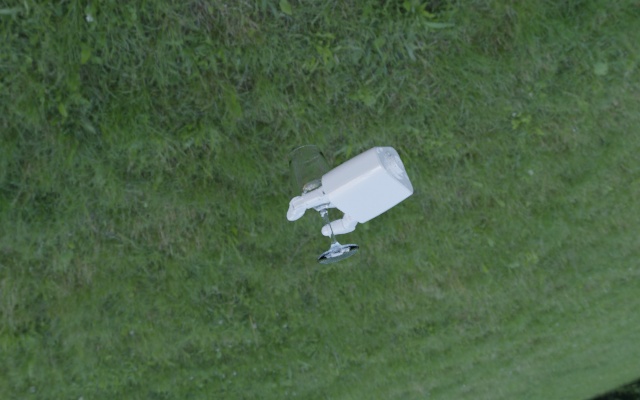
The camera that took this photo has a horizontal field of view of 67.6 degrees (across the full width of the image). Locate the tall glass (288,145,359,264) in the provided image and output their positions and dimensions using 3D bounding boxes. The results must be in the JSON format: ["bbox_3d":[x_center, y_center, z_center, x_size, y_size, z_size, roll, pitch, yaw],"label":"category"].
[{"bbox_3d":[0.000,0.003,0.831,0.079,0.201,0.079,-16,-22,-7],"label":"tall glass"}]
